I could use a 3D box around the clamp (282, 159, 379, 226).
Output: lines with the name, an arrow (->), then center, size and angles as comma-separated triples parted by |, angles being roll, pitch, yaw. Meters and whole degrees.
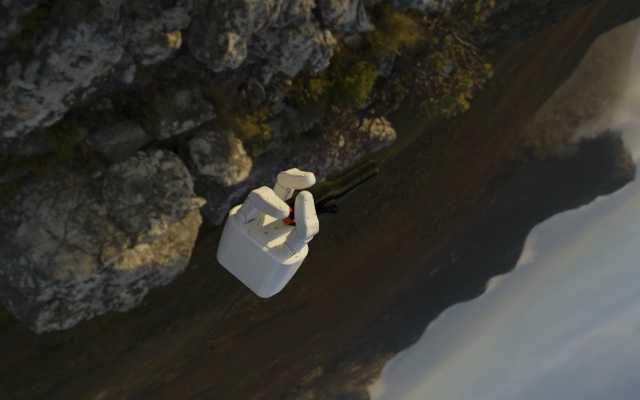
clamp -> 0.000, 0.003, 0.675 | 0.171, 0.039, 0.120 | -22, -25, -39
